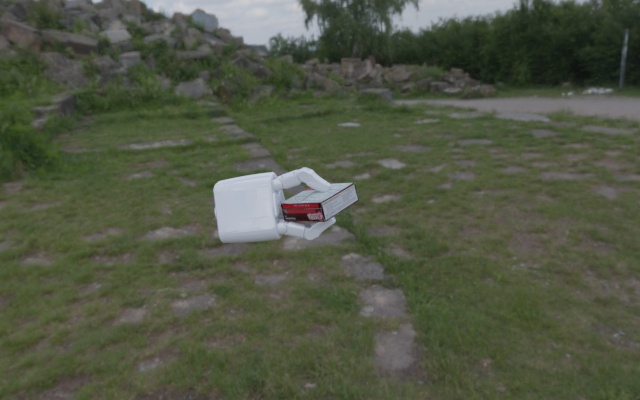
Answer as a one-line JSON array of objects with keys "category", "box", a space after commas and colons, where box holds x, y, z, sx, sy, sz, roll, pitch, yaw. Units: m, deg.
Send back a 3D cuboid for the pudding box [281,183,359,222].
[{"category": "pudding box", "box": [0.000, 0.003, 0.831, 0.090, 0.039, 0.113, 0, 21, 37]}]
